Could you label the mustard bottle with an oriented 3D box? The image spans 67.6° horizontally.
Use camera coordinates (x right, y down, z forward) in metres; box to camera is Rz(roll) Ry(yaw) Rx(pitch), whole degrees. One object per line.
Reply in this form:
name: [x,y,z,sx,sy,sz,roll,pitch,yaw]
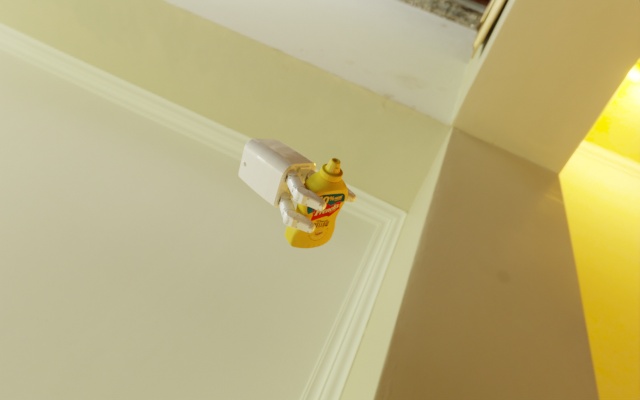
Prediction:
mustard bottle: [0.000,0.003,0.890,0.096,0.192,0.058,-5,42,-31]
